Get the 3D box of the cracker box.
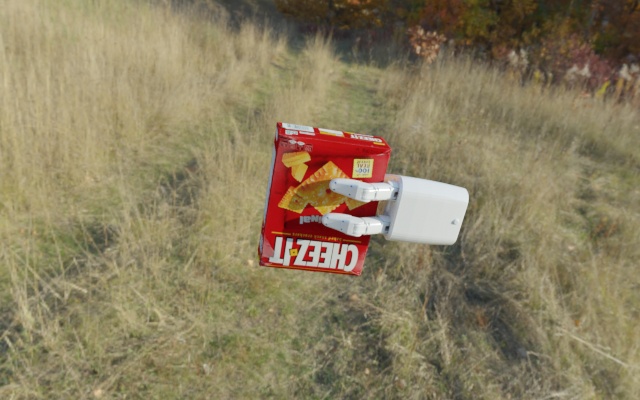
[{"bbox_3d":[0.000,0.002,0.721,0.164,0.214,0.072,7,22,-9],"label":"cracker box"}]
